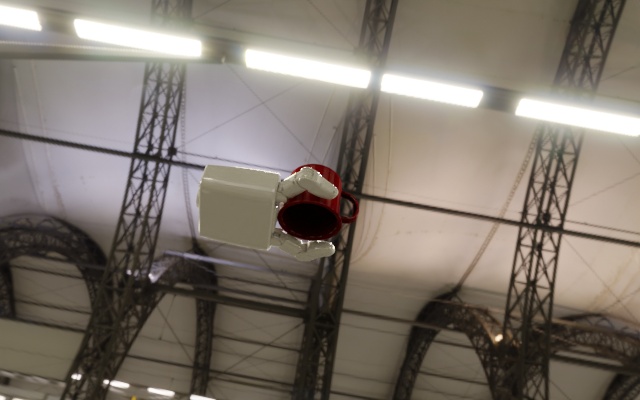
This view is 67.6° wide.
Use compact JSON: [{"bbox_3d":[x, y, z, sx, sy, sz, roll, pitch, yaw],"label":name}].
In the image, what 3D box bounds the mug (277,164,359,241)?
[{"bbox_3d":[0.002,0.002,0.707,0.117,0.081,0.093,10,-40,-2],"label":"mug"}]
